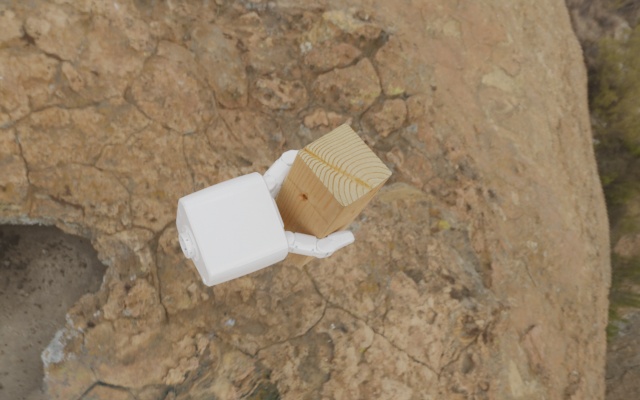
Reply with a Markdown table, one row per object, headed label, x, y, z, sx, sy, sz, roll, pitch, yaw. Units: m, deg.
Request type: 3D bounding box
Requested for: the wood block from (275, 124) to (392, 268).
| label | x | y | z | sx | sy | sz | roll | pitch | yaw |
| --- | --- | --- | --- | --- | --- | --- | --- | --- | --- |
| wood block | 0.000 | 0.003 | 0.661 | 0.090 | 0.091 | 0.206 | -34 | -12 | -31 |
